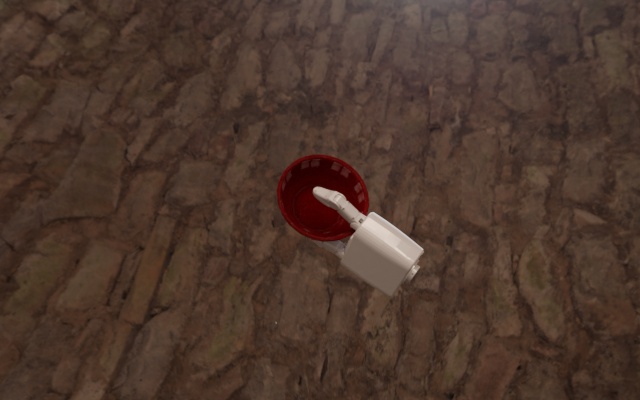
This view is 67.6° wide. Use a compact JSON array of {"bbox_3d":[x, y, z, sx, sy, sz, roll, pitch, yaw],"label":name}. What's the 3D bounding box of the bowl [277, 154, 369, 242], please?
[{"bbox_3d":[-0.001,0.002,0.834,0.162,0.162,0.055,0,-22,-14],"label":"bowl"}]
